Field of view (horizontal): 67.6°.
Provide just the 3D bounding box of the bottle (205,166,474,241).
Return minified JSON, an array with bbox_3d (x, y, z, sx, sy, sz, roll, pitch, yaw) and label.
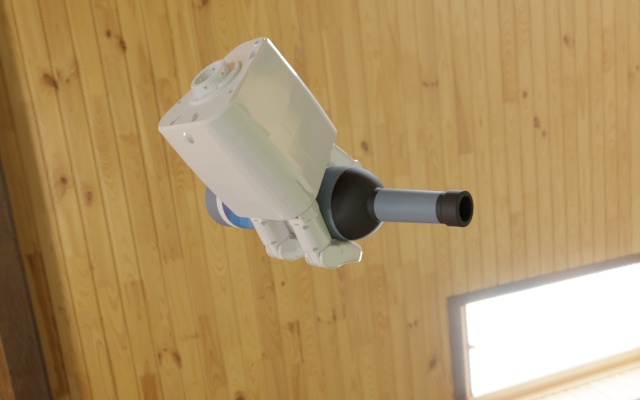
[{"bbox_3d":[0.000,0.002,0.449,0.295,0.069,0.069,3,2,44],"label":"bottle"}]
